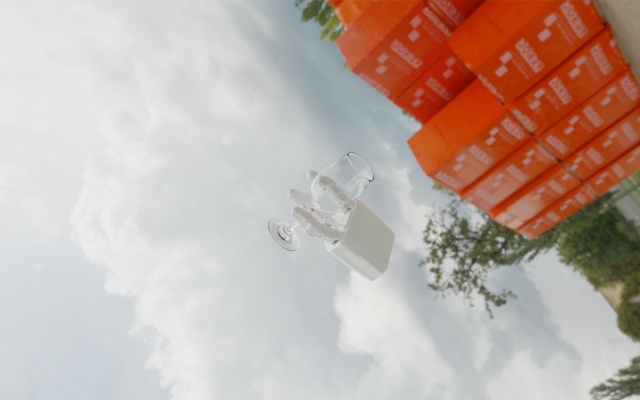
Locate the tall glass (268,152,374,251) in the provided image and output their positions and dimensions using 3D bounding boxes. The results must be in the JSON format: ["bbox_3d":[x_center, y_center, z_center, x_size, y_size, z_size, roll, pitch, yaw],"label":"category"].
[{"bbox_3d":[0.000,0.003,0.826,0.201,0.079,0.079,-42,-22,26],"label":"tall glass"}]
